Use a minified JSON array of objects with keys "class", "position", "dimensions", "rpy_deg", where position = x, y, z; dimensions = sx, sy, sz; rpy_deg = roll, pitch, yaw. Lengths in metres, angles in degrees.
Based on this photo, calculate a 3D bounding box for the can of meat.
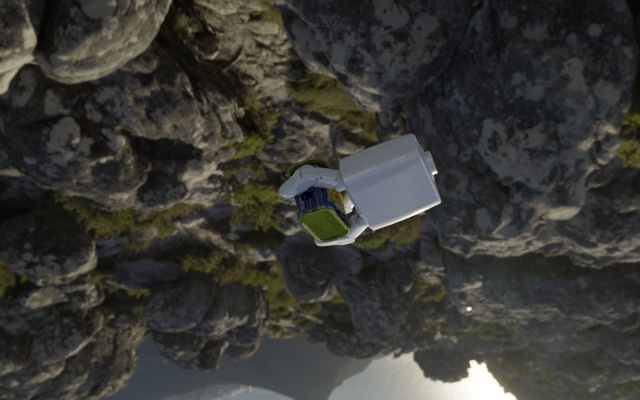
[{"class":"can of meat","position":[0.000,0.002,0.683],"dimensions":[0.057,0.084,0.102],"rpy_deg":[-20,-33,14]}]
